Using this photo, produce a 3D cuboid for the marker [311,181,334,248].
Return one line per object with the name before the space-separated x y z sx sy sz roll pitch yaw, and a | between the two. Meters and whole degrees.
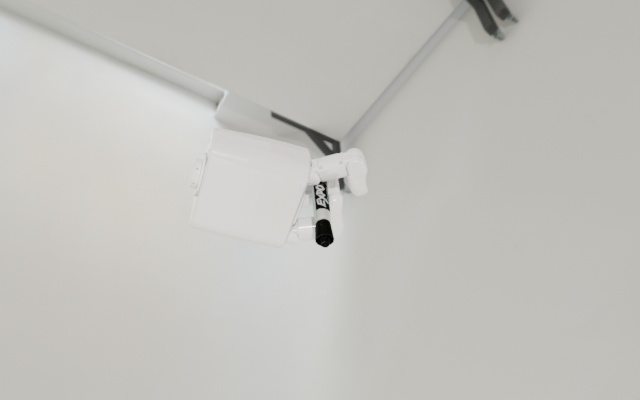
marker | 0.000 0.002 0.508 0.020 0.020 0.121 0 44 -6
